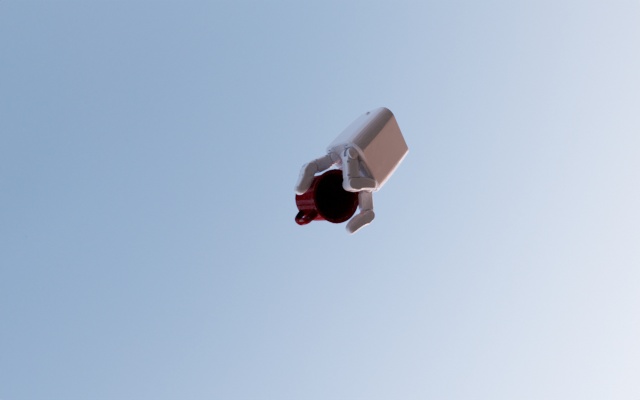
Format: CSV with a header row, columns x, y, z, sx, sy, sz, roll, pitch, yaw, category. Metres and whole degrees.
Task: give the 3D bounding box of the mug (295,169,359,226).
x,y,z,sx,sy,sz,roll,pitch,yaw,category
-0.001,0.004,0.835,0.117,0.093,0.081,-47,20,-24,mug
